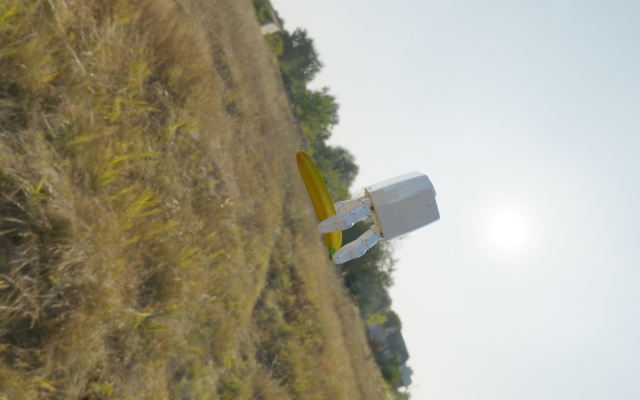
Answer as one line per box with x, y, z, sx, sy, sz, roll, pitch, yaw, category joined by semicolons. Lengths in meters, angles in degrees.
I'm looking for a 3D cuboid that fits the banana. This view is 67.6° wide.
0.002;0.006;0.852;0.037;0.198;0.069;-20;0;4;banana
